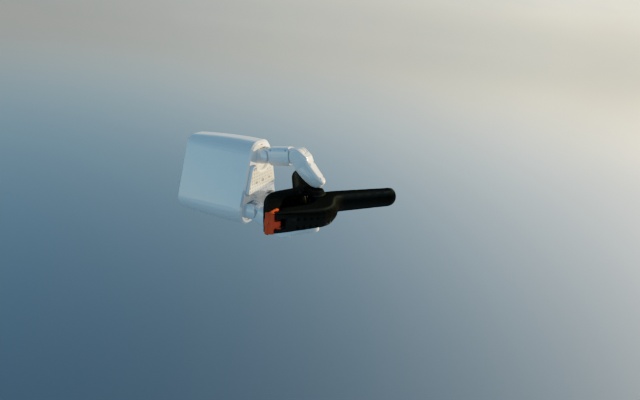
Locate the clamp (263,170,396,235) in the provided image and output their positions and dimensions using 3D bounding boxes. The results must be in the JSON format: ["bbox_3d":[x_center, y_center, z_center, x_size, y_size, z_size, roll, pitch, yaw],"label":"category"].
[{"bbox_3d":[0.000,0.001,0.623,0.164,0.036,0.210,10,19,20],"label":"clamp"}]
